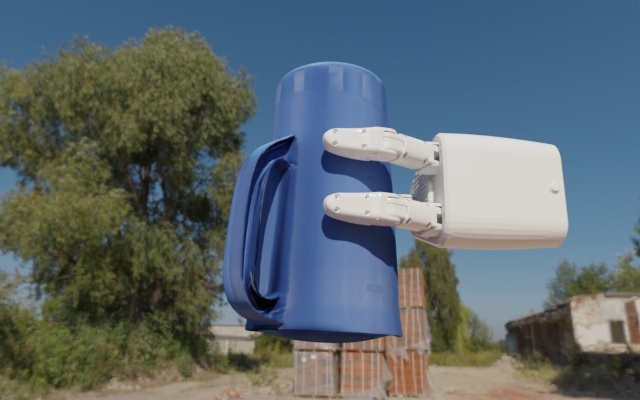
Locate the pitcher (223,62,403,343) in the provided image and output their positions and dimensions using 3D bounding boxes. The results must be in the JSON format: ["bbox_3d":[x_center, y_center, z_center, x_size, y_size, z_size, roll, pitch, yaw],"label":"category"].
[{"bbox_3d":[0.000,0.001,0.429,0.145,0.242,0.149,2,-16,-3],"label":"pitcher"}]
